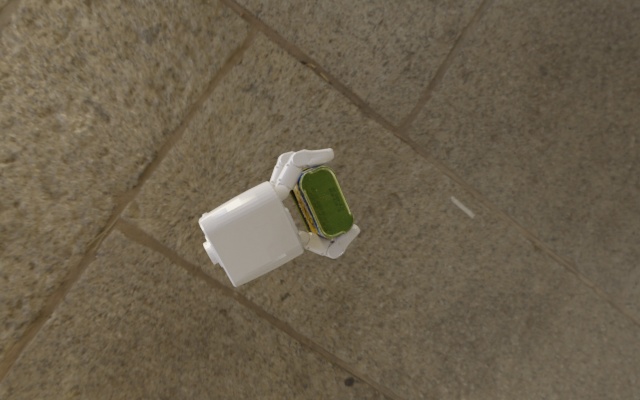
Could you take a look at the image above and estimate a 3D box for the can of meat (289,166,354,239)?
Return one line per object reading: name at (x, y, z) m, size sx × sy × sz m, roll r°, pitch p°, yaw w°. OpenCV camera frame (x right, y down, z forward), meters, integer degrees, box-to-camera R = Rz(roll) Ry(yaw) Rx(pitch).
can of meat at (0.000, 0.002, 0.670) m, size 0.057 × 0.102 × 0.084 m, roll -25°, pitch 6°, yaw -12°
